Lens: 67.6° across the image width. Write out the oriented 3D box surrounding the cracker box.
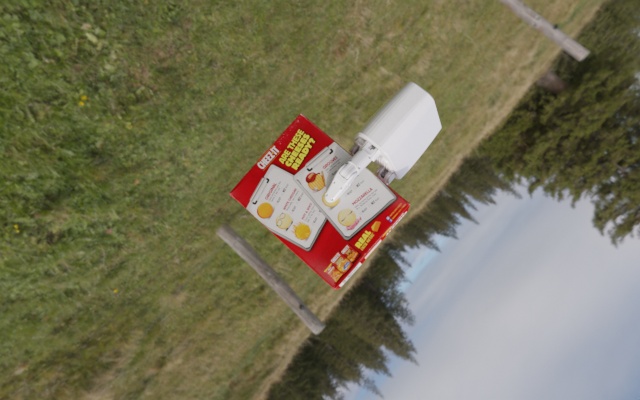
[{"bbox_3d":[0.000,0.002,0.718,0.213,0.164,0.072,41,-3,12],"label":"cracker box"}]
